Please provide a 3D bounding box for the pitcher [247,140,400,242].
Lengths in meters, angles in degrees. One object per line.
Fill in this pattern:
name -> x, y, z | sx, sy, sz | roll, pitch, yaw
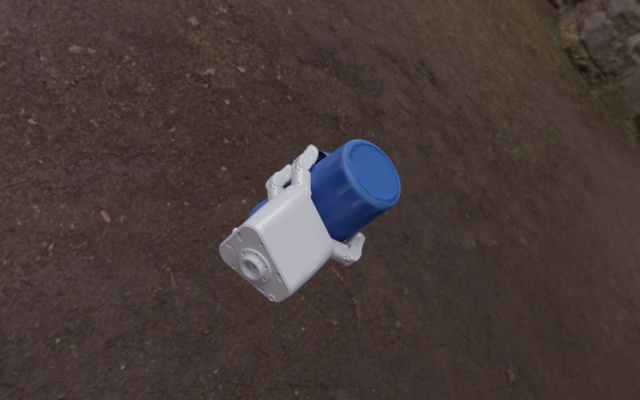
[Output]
pitcher -> 0.000, 0.003, 0.729 | 0.243, 0.149, 0.145 | -36, 4, 42
